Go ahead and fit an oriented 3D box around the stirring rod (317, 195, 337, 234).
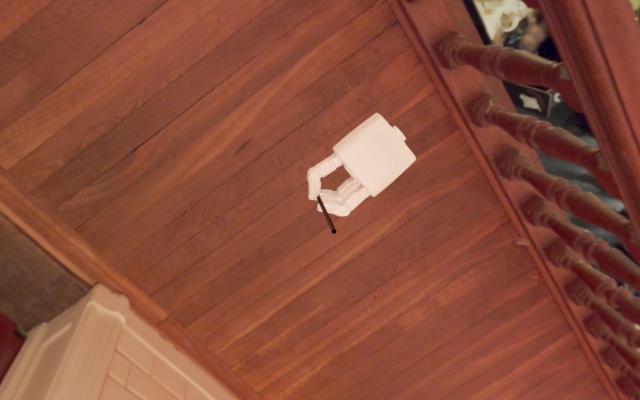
[{"bbox_3d":[0.000,0.003,0.869,0.011,0.011,0.239,0,23,-11],"label":"stirring rod"}]
